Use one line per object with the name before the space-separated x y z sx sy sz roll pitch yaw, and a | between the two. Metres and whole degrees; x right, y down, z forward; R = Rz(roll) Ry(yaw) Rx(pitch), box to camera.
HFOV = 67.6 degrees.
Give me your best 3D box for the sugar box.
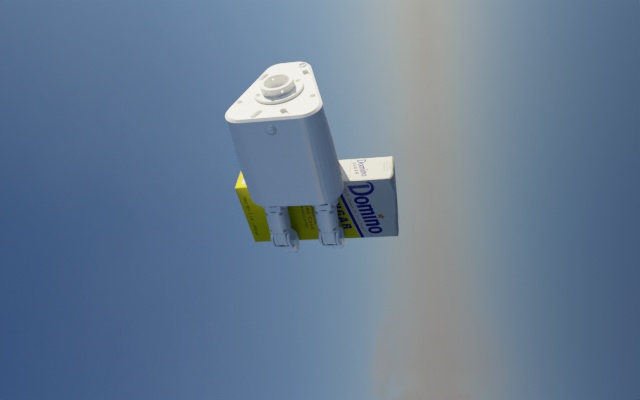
sugar box | 0.000 0.002 0.555 0.176 0.093 0.048 -2 43 13
